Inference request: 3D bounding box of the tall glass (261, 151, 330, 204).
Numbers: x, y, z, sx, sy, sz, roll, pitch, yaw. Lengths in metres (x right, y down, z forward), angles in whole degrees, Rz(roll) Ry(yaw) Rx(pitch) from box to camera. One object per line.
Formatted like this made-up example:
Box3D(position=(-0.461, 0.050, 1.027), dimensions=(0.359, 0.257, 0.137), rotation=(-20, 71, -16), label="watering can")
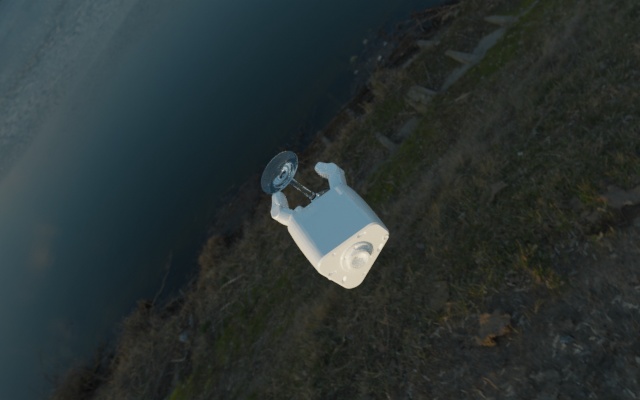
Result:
Box3D(position=(0.000, 0.002, 0.779), dimensions=(0.079, 0.079, 0.201), rotation=(0, -27, 45), label="tall glass")
